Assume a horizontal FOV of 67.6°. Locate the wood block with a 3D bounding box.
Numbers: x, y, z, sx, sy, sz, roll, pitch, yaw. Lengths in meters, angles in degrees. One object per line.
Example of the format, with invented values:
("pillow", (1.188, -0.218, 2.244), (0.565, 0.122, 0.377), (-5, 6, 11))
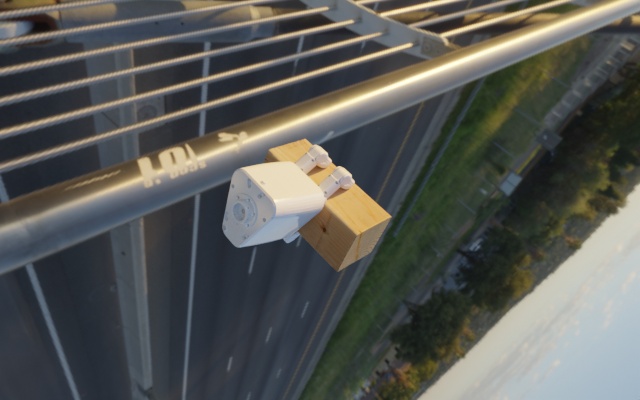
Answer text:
("wood block", (0.000, 0.003, 0.779), (0.090, 0.091, 0.206), (-23, 58, -42))
